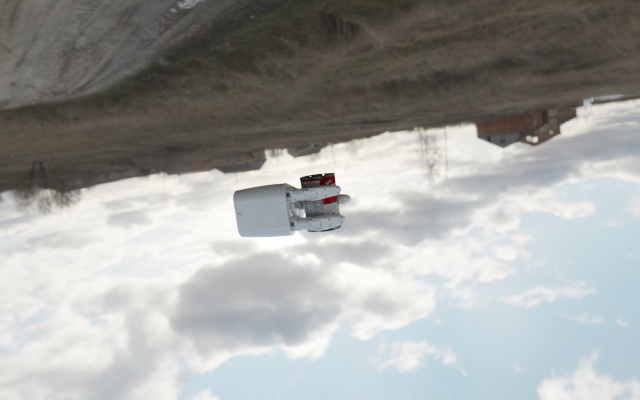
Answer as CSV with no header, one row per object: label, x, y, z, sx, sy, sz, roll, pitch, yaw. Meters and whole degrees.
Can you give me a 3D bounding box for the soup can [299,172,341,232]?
soup can,0.001,0.003,0.893,0.068,0.102,0.068,-7,8,1
